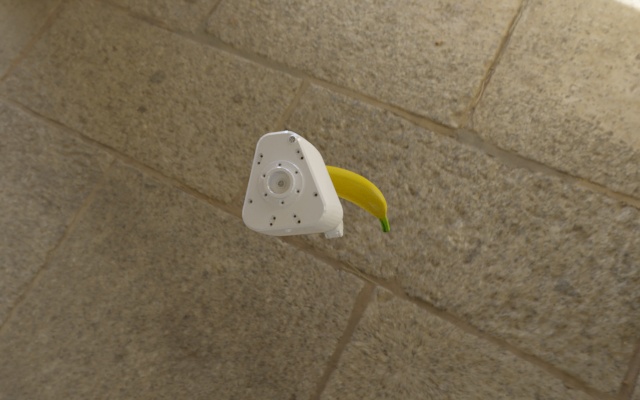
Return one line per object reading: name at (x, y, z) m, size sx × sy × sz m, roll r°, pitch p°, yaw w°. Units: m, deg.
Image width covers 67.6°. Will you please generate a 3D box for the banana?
banana at (0.009, -0.014, 0.658) m, size 0.198 × 0.069 × 0.037 m, roll 18°, pitch 12°, yaw 7°
